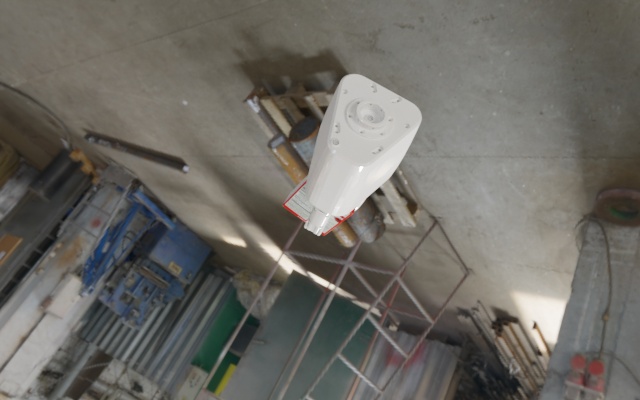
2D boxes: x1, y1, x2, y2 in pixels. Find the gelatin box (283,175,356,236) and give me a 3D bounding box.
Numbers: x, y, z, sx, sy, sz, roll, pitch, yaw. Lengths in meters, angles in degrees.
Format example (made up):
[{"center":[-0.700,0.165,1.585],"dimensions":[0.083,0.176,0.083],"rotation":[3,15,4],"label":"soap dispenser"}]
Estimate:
[{"center":[0.000,0.003,0.631],"dimensions":[0.073,0.030,0.089],"rotation":[36,-34,-8],"label":"gelatin box"}]
